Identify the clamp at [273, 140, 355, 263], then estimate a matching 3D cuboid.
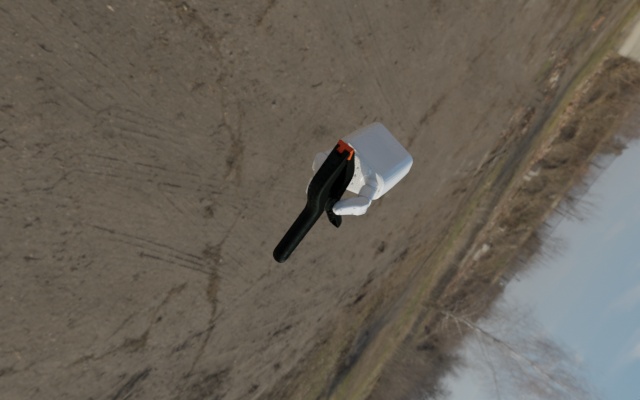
[{"bbox_3d":[0.001,0.002,0.741,0.036,0.210,0.164,38,47,20],"label":"clamp"}]
